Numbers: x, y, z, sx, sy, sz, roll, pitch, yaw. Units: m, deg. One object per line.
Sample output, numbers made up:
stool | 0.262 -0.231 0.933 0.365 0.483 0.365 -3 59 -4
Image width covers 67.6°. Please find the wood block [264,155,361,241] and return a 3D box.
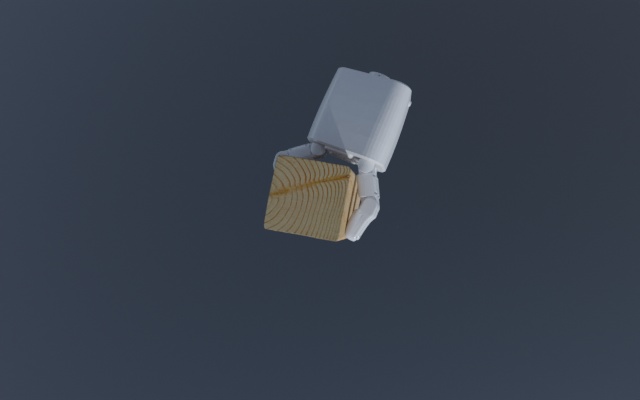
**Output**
wood block | 0.000 0.002 0.648 0.091 0.090 0.206 11 -1 10
